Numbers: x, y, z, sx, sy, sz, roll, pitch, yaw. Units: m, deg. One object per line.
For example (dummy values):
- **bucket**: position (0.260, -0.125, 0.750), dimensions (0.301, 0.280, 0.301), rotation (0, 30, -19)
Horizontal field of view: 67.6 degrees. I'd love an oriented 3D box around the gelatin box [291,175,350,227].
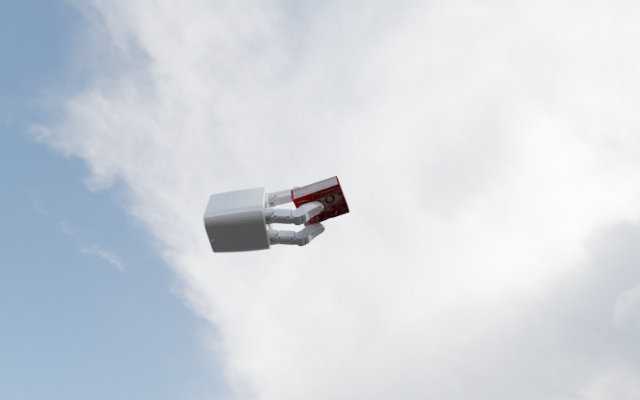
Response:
- **gelatin box**: position (0.000, 0.002, 0.851), dimensions (0.089, 0.073, 0.030), rotation (-19, 41, 5)
